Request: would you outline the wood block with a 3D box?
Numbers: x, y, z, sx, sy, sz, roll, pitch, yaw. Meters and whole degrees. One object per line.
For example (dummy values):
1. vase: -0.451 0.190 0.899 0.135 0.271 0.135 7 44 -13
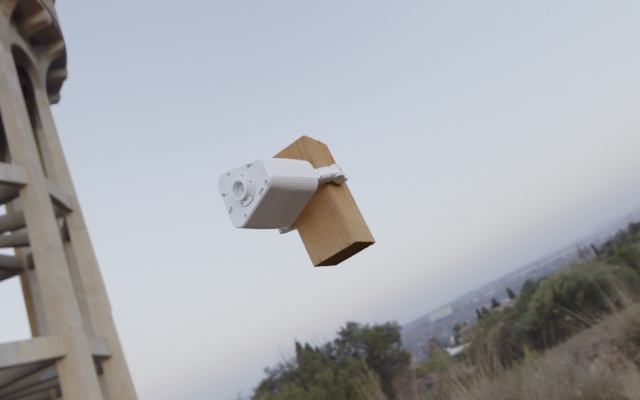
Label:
1. wood block: 0.000 0.002 0.829 0.091 0.206 0.090 -33 -19 21
